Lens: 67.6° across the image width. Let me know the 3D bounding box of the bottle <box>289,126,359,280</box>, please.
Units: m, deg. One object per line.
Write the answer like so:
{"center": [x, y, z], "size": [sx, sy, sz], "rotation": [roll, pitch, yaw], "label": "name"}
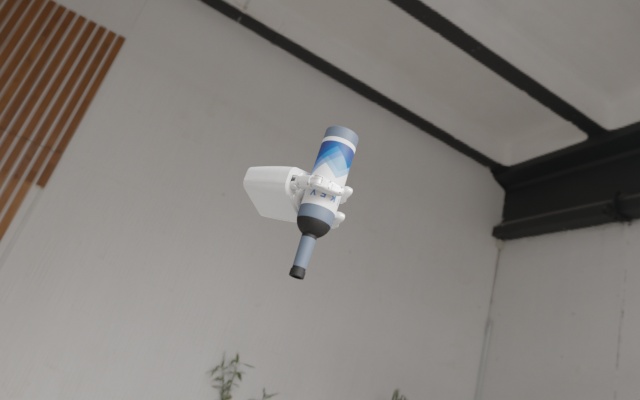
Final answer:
{"center": [0.000, 0.003, 0.883], "size": [0.069, 0.295, 0.069], "rotation": [16, -21, 6], "label": "bottle"}
